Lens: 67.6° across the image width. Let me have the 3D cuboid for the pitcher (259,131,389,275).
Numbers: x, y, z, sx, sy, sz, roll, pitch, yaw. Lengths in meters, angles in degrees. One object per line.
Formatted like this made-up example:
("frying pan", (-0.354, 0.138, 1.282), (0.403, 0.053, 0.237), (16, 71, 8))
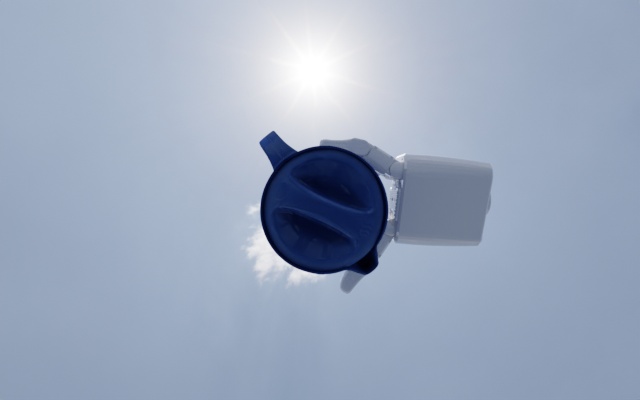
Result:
("pitcher", (0.000, 0.002, 0.605), (0.145, 0.149, 0.243), (5, 0, 1))
